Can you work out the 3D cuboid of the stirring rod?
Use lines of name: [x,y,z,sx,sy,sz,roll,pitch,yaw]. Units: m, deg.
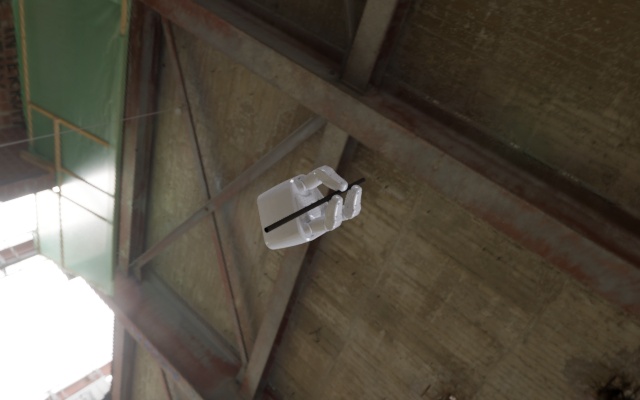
stirring rod: [0.000,0.002,0.735,0.011,0.011,0.239,0,18,40]
